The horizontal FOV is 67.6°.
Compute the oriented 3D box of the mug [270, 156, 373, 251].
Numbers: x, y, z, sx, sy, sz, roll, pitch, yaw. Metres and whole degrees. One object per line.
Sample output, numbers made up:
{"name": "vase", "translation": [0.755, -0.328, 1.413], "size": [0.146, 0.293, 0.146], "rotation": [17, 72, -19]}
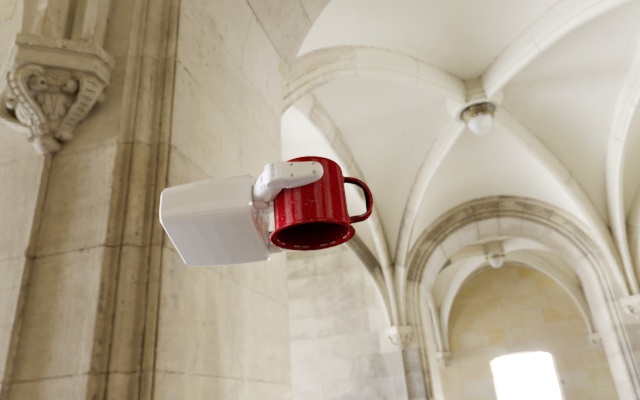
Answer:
{"name": "mug", "translation": [0.001, 0.001, 0.534], "size": [0.117, 0.081, 0.093], "rotation": [-7, -24, 2]}
